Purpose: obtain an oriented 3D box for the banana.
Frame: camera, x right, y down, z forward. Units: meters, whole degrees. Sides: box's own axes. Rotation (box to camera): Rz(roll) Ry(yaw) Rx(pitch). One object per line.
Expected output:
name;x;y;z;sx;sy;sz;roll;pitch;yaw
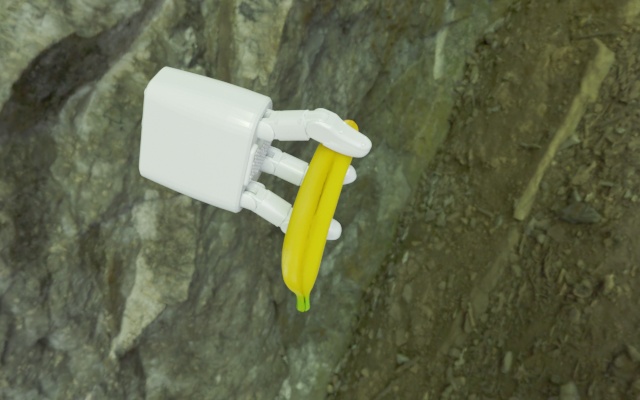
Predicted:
banana;-0.001;-0.001;0.439;0.037;0.197;0.070;16;-17;5
